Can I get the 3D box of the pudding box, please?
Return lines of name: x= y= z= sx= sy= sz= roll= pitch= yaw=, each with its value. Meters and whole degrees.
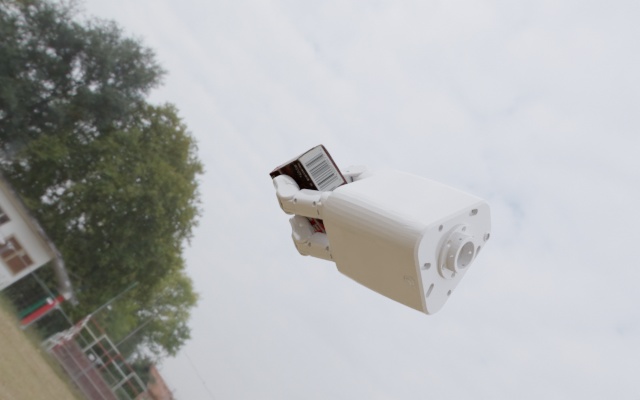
pudding box: x=0.000 y=0.002 z=0.522 sx=0.039 sy=0.113 sz=0.090 roll=-34 pitch=8 yaw=-26
